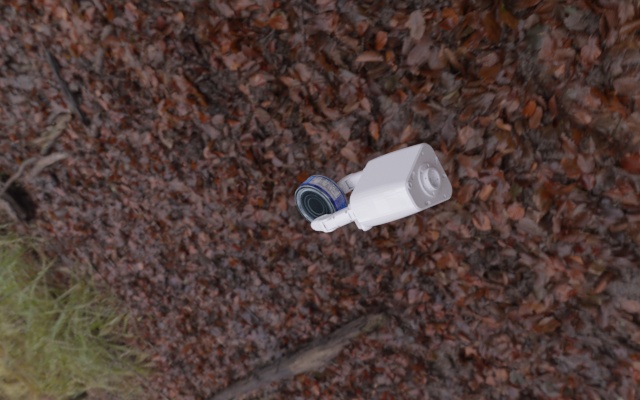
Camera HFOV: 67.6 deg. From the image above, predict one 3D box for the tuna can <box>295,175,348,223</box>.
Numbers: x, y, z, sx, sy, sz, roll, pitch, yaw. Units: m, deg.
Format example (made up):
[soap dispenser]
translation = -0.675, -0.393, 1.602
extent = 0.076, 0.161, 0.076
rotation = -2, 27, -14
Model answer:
[tuna can]
translation = 0.000, 0.003, 0.782
extent = 0.086, 0.086, 0.033
rotation = 0, 32, 43
